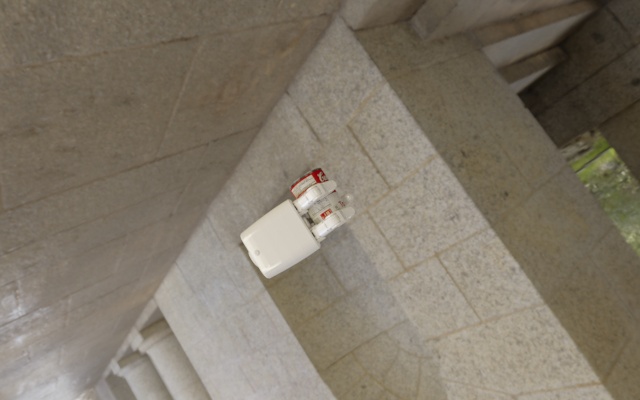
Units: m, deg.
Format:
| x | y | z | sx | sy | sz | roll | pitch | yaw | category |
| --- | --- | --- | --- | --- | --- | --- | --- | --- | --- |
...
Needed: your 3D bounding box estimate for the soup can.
| x | y | z | sx | sy | sz | roll | pitch | yaw | category |
| --- | --- | --- | --- | --- | --- | --- | --- | --- | --- |
| 0.001 | 0.003 | 0.838 | 0.068 | 0.102 | 0.068 | -33 | -8 | -5 | soup can |
